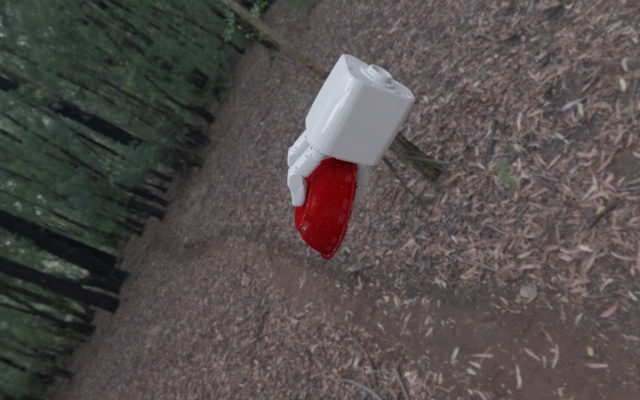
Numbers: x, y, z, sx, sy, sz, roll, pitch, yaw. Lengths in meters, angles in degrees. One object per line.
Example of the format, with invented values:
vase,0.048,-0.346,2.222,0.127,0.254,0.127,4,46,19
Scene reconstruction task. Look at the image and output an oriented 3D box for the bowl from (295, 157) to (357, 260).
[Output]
bowl,-0.001,0.003,0.697,0.055,0.162,0.162,12,-3,-12
